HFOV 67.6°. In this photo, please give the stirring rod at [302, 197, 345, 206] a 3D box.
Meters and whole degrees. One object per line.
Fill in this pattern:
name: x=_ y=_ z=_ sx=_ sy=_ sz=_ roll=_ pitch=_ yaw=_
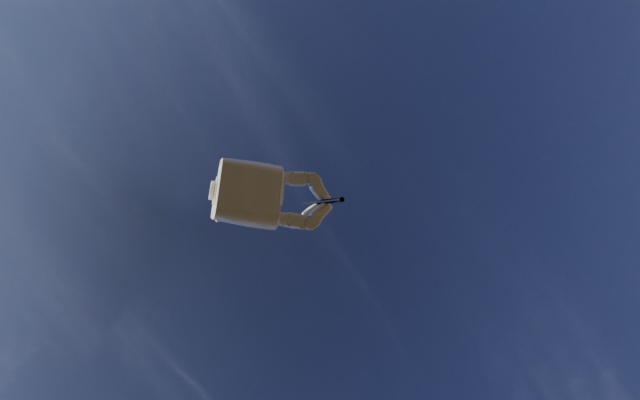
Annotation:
stirring rod: x=0.000 y=0.003 z=0.845 sx=0.011 sy=0.011 sz=0.239 roll=0 pitch=-2 yaw=-16
